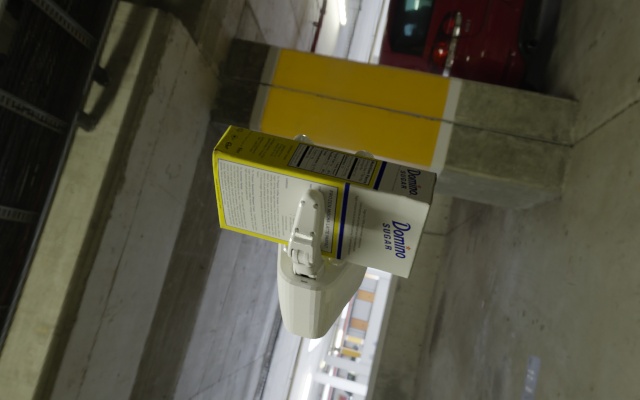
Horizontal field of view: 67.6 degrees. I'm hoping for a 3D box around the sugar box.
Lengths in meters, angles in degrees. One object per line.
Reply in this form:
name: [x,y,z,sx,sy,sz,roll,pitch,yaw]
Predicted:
sugar box: [0.000,0.001,0.404,0.176,0.093,0.048,13,45,8]
